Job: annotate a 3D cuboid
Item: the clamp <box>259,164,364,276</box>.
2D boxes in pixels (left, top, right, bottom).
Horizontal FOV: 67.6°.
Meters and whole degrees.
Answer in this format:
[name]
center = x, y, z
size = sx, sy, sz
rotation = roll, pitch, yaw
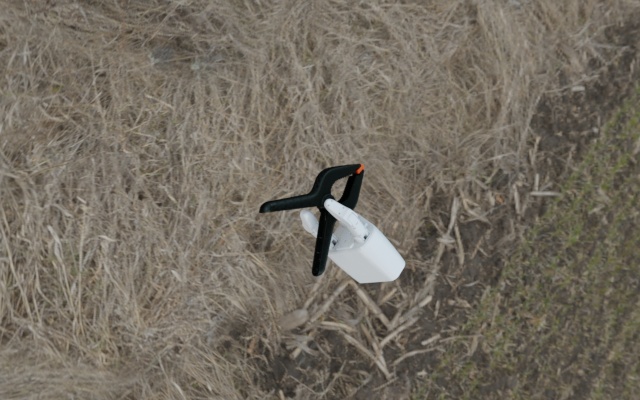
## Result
[clamp]
center = 0.001, 0.002, 0.826
size = 0.165, 0.210, 0.036
rotation = 45, -22, -26
